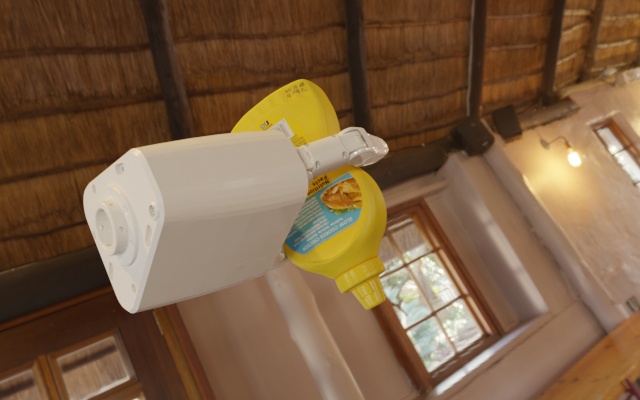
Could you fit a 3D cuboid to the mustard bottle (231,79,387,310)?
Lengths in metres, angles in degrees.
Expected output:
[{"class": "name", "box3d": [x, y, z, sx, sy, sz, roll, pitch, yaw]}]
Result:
[{"class": "mustard bottle", "box3d": [0.000, 0.001, 0.400, 0.096, 0.191, 0.058, -34, -16, 19]}]
